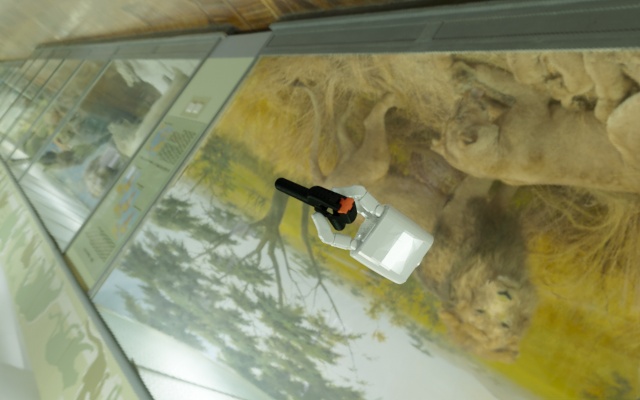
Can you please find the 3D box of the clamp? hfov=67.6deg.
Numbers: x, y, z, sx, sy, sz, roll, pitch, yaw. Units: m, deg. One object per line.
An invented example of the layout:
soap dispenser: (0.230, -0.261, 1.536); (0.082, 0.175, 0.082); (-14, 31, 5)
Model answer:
clamp: (0.000, 0.004, 0.841); (0.164, 0.036, 0.210); (33, -10, -9)
